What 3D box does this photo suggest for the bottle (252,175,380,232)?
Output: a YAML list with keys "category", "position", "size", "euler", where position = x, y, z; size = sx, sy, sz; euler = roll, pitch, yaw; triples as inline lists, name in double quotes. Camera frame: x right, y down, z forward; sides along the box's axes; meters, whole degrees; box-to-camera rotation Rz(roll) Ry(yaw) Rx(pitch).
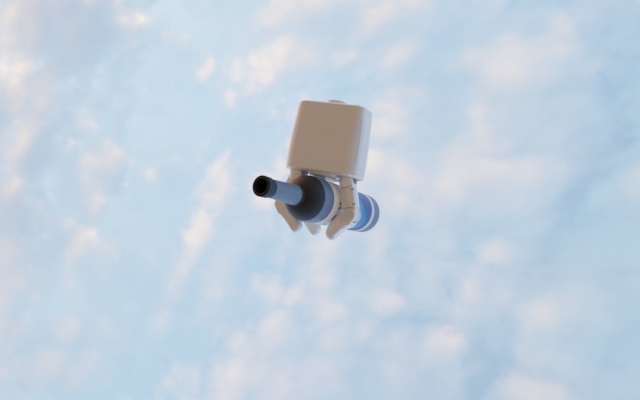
- category: "bottle"
  position: [0.000, 0.002, 0.709]
  size: [0.069, 0.069, 0.296]
  euler: [0, -8, 30]
